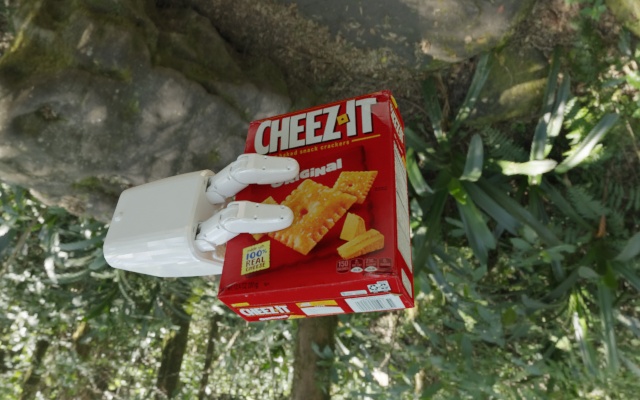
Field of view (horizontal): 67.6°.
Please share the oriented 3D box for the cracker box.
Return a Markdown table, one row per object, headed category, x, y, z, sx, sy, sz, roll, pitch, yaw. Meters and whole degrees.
| category | x | y | z | sx | sy | sz | roll | pitch | yaw |
| --- | --- | --- | --- | --- | --- | --- | --- | --- | --- |
| cracker box | 0.000 | 0.002 | 0.469 | 0.164 | 0.213 | 0.072 | -9 | -36 | 18 |
